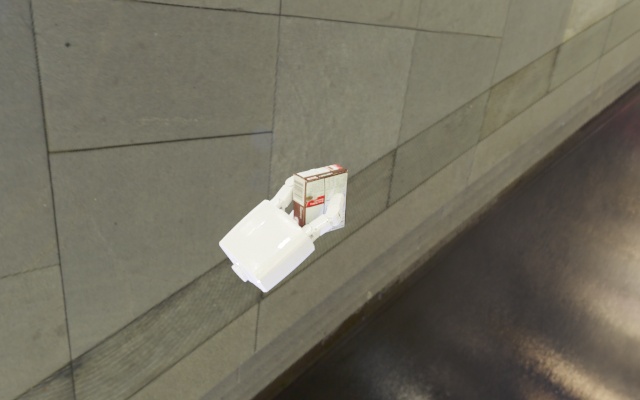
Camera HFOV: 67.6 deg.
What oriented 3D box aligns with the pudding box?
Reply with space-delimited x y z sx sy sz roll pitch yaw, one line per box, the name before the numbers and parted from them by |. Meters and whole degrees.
pudding box | 0.000 0.003 0.810 0.090 0.113 0.039 -16 33 -33
